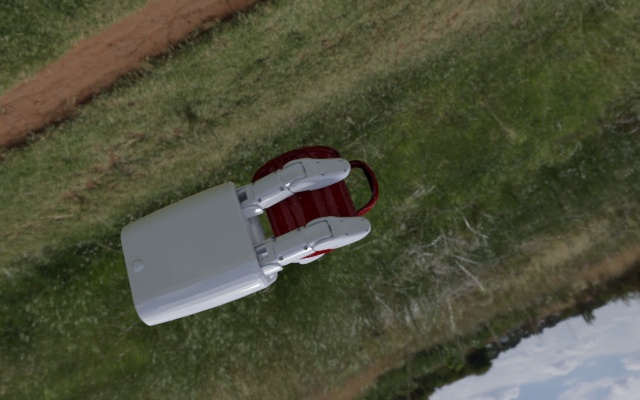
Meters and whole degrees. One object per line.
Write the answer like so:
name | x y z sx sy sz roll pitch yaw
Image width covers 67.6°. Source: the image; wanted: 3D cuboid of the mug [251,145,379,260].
mug | 0.002 0.001 0.462 0.117 0.081 0.093 -21 -20 0
